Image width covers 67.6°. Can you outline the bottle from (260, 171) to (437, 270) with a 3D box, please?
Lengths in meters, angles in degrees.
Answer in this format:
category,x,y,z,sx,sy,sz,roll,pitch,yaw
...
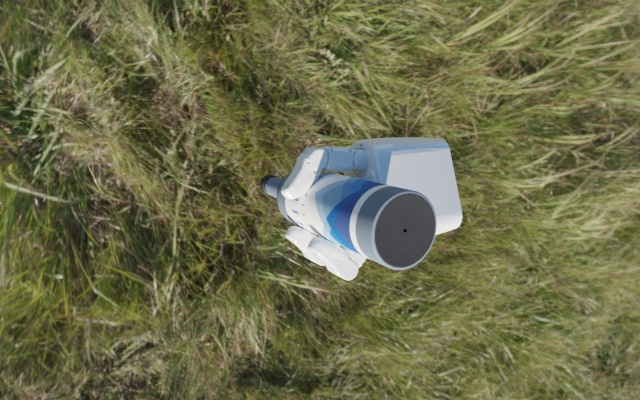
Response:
category,x,y,z,sx,sy,sz,roll,pitch,yaw
bottle,0.000,0.002,0.515,0.069,0.069,0.295,0,9,-28
